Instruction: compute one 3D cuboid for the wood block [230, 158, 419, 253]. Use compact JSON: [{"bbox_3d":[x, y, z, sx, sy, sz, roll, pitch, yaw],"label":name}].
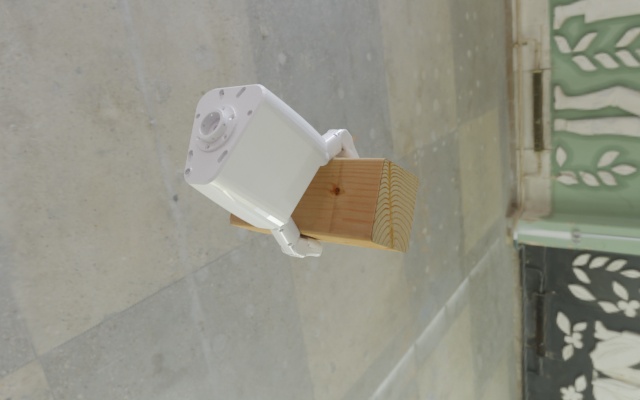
[{"bbox_3d":[0.000,0.002,0.577,0.206,0.091,0.090,4,-10,36],"label":"wood block"}]
